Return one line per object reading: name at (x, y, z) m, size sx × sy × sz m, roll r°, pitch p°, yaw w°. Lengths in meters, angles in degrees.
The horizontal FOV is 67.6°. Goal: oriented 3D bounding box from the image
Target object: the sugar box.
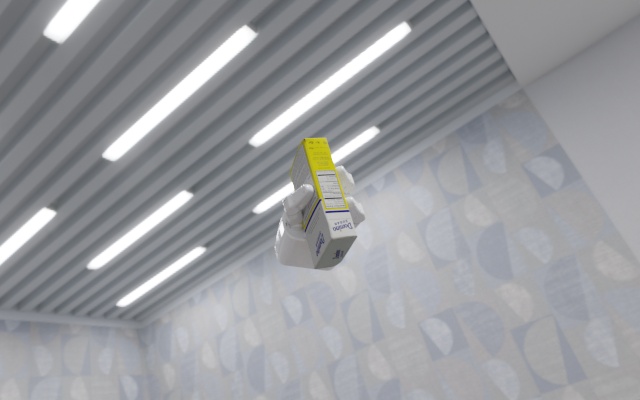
sugar box at (0.001, 0.002, 0.710) m, size 0.048 × 0.176 × 0.093 m, roll -6°, pitch -31°, yaw -22°
